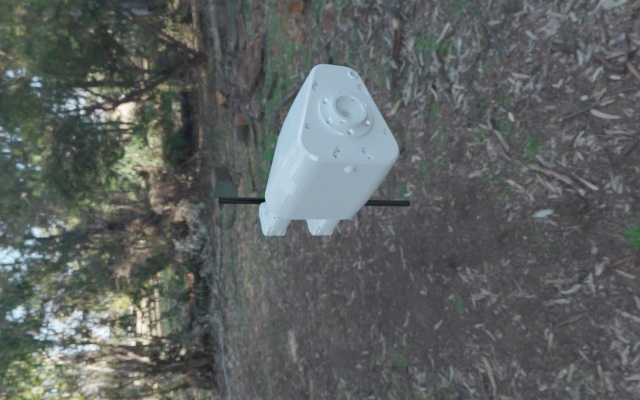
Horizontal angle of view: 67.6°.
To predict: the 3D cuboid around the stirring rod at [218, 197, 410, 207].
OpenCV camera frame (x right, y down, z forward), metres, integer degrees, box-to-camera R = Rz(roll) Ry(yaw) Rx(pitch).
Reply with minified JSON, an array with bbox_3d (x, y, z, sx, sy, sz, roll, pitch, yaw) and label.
[{"bbox_3d":[0.000,0.002,0.572,0.239,0.011,0.011,1,0,-20],"label":"stirring rod"}]
